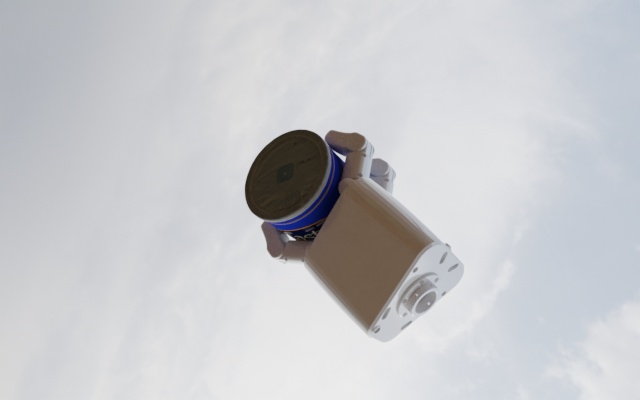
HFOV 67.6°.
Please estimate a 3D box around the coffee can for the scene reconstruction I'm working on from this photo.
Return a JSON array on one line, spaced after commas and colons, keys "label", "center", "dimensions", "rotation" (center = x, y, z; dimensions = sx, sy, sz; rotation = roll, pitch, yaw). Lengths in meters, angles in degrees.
[{"label": "coffee can", "center": [0.000, 0.002, 0.527], "dimensions": [0.103, 0.102, 0.140], "rotation": [0, -25, 35]}]
